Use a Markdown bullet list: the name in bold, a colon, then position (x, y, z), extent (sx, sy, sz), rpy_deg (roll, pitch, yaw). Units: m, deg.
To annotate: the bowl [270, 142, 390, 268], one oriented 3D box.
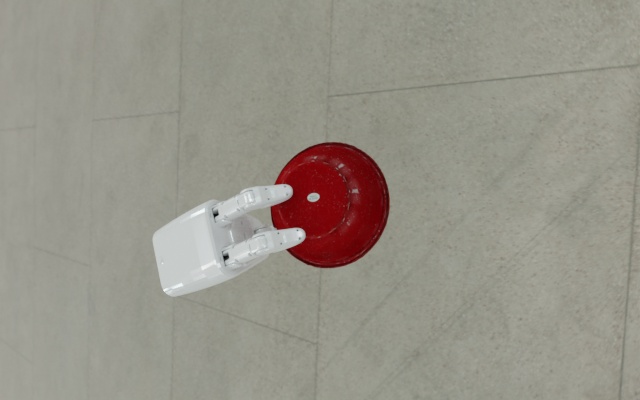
- **bowl**: position (0.001, 0.001, 0.582), extent (0.162, 0.162, 0.055), rpy_deg (0, -7, 21)
